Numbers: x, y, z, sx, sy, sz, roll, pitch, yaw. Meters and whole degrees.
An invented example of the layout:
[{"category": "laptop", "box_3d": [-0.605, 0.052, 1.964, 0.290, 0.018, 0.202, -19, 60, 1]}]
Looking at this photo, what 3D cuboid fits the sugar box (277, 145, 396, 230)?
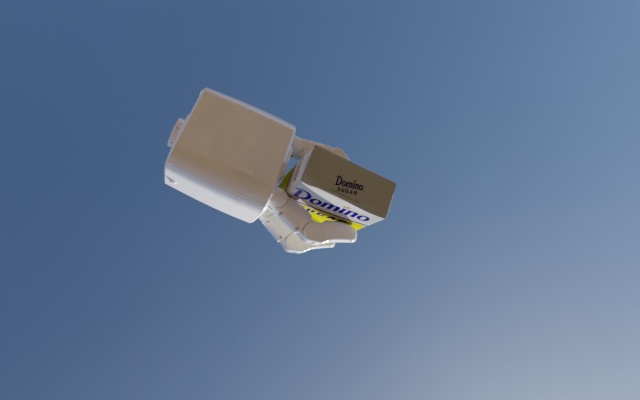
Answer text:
[{"category": "sugar box", "box_3d": [0.000, 0.002, 0.528, 0.093, 0.048, 0.176, 24, -17, -12]}]
